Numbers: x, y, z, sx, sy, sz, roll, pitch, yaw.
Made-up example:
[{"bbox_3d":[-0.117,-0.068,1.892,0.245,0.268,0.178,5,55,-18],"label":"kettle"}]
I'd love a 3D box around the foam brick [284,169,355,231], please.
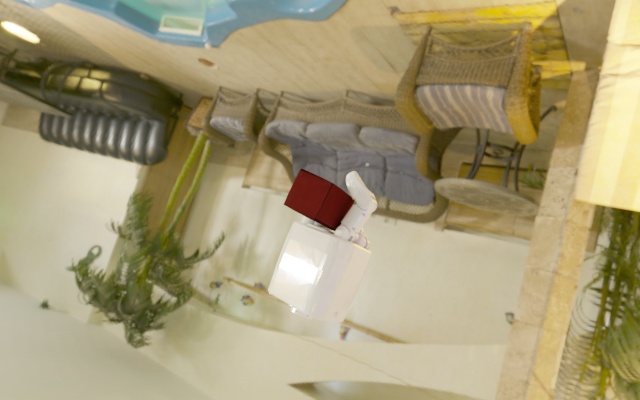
[{"bbox_3d":[0.000,0.002,0.615,0.053,0.051,0.078,26,-4,31],"label":"foam brick"}]
